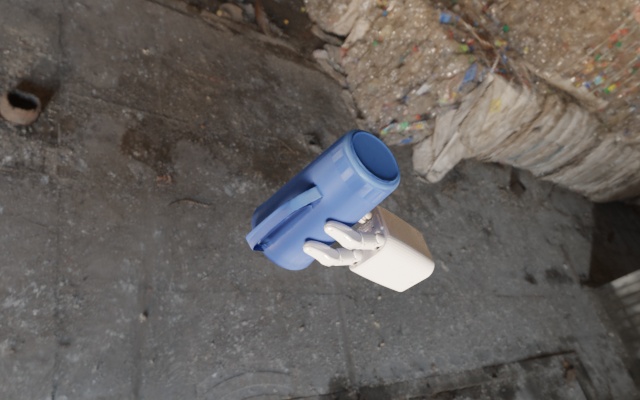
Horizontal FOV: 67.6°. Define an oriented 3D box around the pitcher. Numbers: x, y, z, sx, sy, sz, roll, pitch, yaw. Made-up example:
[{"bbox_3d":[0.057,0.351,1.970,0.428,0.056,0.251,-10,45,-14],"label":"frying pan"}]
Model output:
[{"bbox_3d":[0.000,0.002,0.743,0.145,0.149,0.243,31,-49,-21],"label":"pitcher"}]
